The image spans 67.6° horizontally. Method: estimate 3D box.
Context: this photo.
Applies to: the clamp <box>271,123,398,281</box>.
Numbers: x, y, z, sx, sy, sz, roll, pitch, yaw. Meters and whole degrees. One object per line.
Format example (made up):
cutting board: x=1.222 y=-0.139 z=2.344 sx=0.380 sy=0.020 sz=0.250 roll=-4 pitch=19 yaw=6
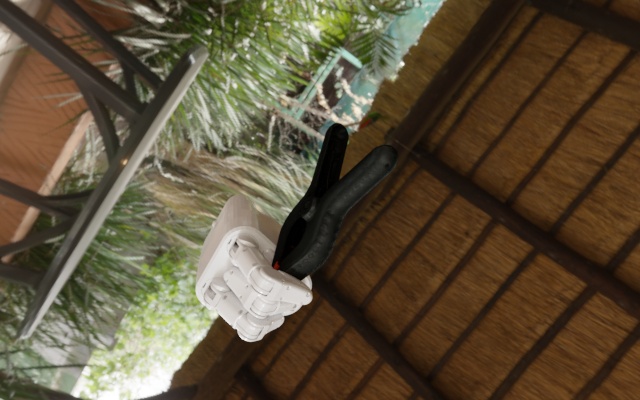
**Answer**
clamp: x=0.001 y=0.002 z=0.464 sx=0.039 sy=0.171 sz=0.120 roll=31 pitch=14 yaw=-23
